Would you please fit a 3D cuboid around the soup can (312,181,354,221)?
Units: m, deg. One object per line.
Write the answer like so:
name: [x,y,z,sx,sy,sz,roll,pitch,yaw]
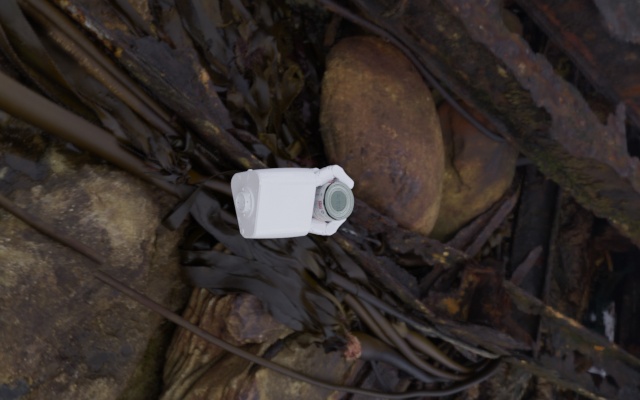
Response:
soup can: [0.001,0.003,0.833,0.068,0.068,0.102,0,-3,-39]
